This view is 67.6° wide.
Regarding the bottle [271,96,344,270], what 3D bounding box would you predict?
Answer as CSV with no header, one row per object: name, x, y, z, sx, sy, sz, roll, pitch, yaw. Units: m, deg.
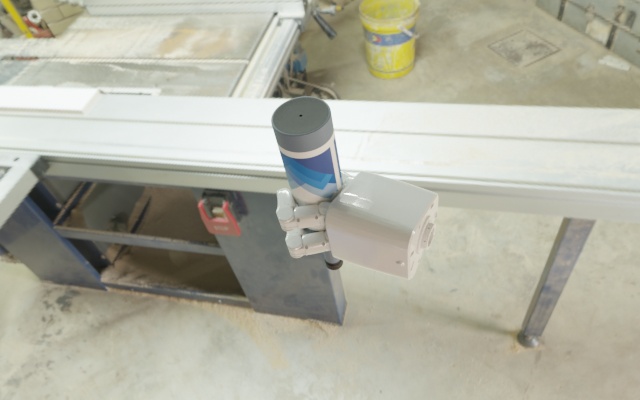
bottle,0.000,0.002,0.628,0.069,0.069,0.296,0,-40,11
